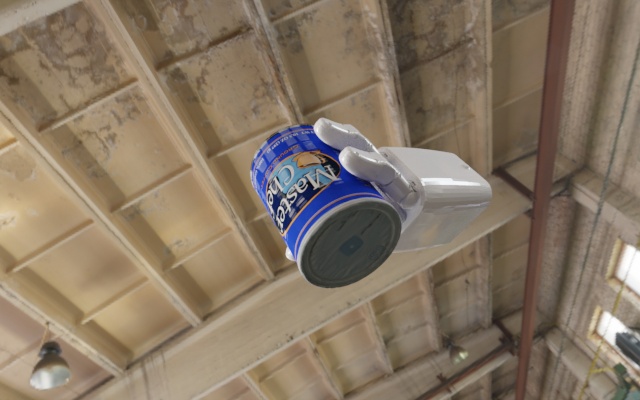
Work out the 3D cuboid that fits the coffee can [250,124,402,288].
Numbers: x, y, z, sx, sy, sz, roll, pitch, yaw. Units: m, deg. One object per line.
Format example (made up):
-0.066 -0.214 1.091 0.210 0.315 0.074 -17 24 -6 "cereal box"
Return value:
0.000 0.002 0.476 0.103 0.103 0.140 0 36 -31 "coffee can"
